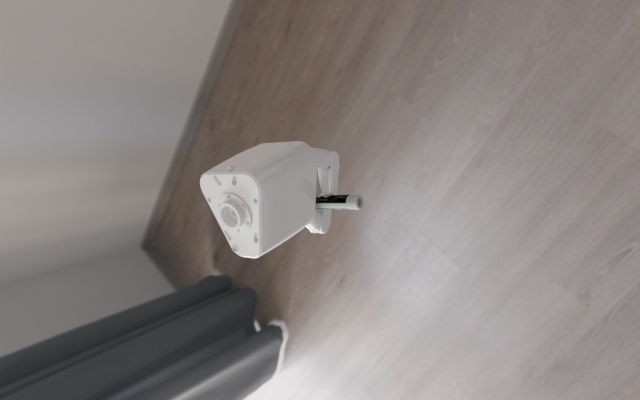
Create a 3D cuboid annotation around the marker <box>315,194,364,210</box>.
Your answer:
[{"bbox_3d":[0.000,0.002,0.628,0.121,0.020,0.020,0,0,35],"label":"marker"}]
